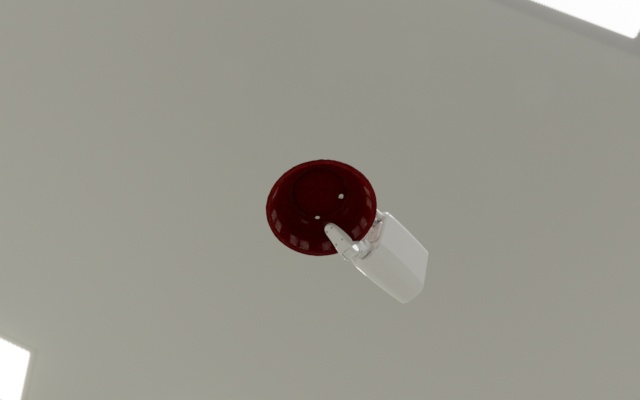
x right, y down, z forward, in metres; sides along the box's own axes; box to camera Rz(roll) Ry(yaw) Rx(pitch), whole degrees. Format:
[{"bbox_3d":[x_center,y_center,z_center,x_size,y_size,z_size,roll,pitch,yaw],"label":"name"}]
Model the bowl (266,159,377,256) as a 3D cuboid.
[{"bbox_3d":[-0.001,0.001,0.711,0.162,0.162,0.055,0,30,-5],"label":"bowl"}]
